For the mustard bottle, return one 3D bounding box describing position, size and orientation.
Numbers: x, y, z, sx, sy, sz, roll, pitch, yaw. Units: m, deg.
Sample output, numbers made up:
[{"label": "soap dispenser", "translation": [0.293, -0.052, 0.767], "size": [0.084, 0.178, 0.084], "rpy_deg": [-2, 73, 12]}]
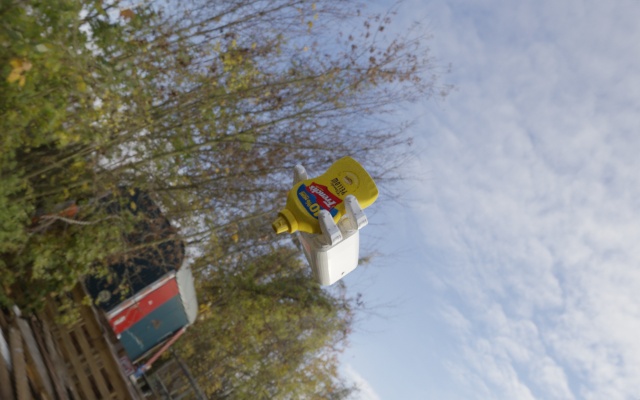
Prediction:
[{"label": "mustard bottle", "translation": [0.000, 0.002, 0.819], "size": [0.191, 0.096, 0.058], "rpy_deg": [-30, -17, -24]}]
